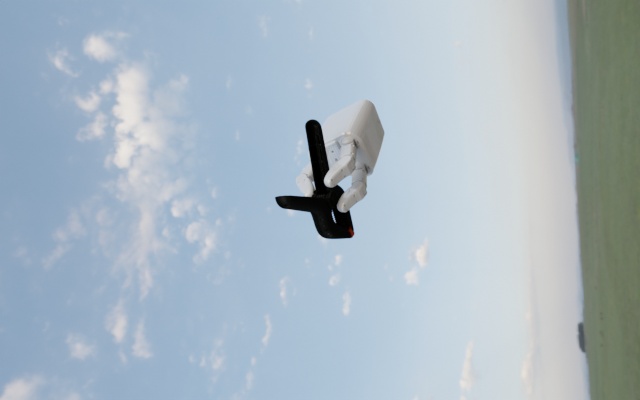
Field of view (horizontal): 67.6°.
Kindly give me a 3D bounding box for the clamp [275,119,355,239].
[{"bbox_3d":[0.000,0.003,0.750,0.036,0.210,0.164,-2,43,29],"label":"clamp"}]
